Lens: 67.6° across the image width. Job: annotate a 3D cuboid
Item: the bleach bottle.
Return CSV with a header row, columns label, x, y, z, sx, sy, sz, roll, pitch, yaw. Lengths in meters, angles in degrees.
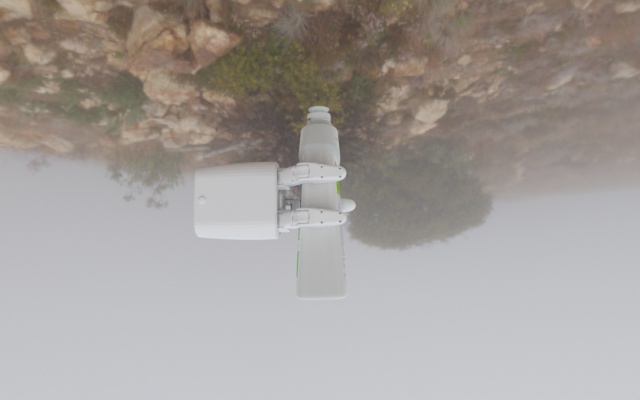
label,x,y,z,sx,sy,sz,roll,pitch,yaw
bleach bottle,0.000,0.002,0.637,0.068,0.251,0.102,-1,-8,2
